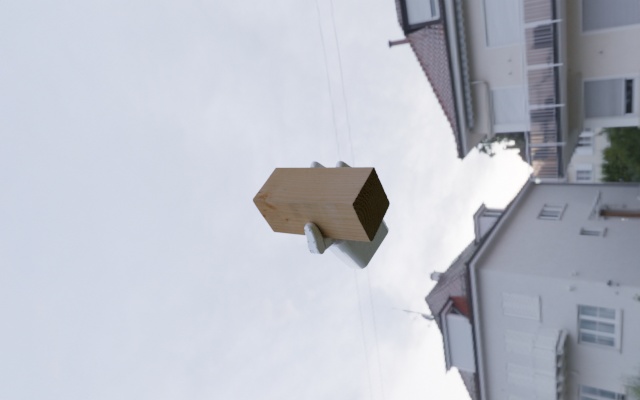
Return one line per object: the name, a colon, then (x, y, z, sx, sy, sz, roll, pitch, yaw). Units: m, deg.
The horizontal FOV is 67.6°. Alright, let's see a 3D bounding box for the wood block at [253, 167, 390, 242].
wood block: (0.000, 0.003, 0.822, 0.206, 0.090, 0.090, 2, -44, 35)
